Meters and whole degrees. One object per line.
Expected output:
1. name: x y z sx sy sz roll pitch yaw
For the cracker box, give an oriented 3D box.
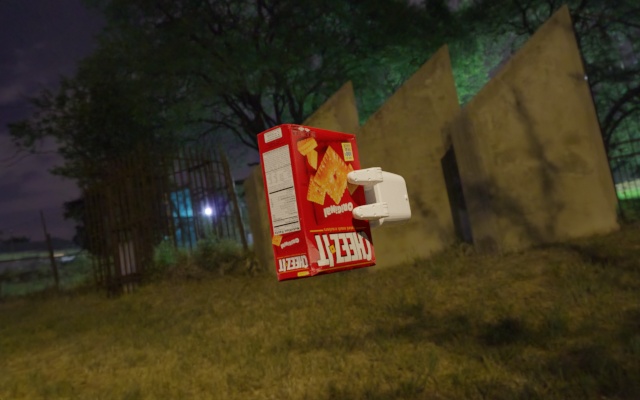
1. cracker box: 0.000 0.002 0.711 0.072 0.213 0.164 -15 -10 38
